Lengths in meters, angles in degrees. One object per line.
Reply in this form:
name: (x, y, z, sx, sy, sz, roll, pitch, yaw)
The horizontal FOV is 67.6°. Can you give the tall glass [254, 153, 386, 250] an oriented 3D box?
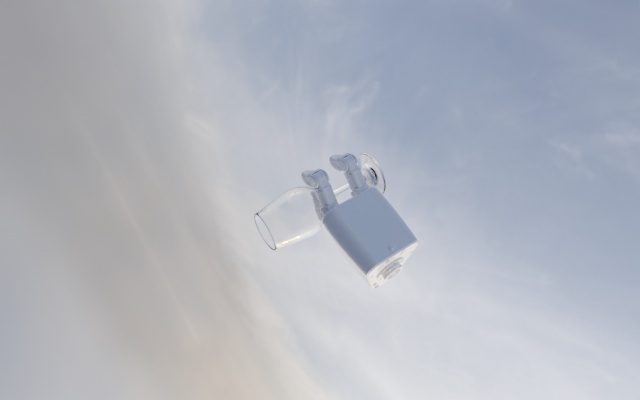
tall glass: (0.001, 0.002, 0.734, 0.201, 0.079, 0.079, -28, 10, -20)
